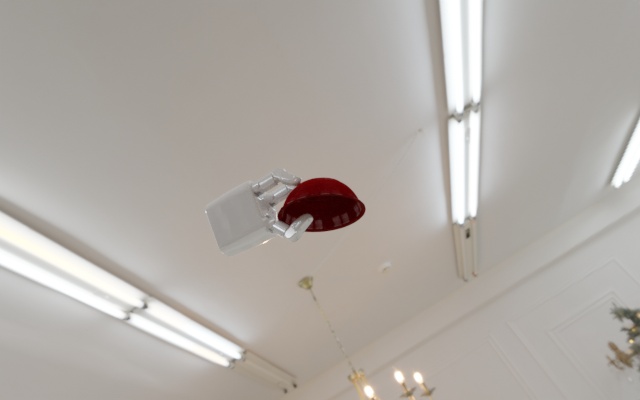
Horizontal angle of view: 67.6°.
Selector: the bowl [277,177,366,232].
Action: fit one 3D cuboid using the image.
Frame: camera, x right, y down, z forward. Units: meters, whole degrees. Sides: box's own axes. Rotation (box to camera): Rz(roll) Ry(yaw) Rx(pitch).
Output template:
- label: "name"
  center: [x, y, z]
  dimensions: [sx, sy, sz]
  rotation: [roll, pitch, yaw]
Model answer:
- label: "bowl"
  center: [0.001, 0.002, 0.883]
  dimensions: [0.162, 0.055, 0.162]
  rotation: [-4, -26, -2]
